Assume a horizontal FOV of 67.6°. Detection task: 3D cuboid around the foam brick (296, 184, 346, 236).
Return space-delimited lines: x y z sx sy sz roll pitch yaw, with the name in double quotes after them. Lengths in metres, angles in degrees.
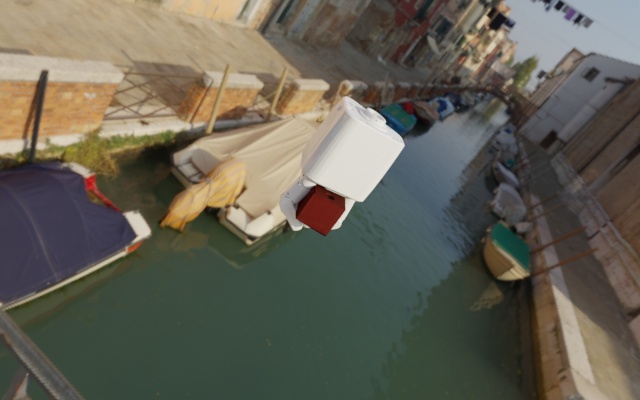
0.000 0.003 0.689 0.053 0.051 0.078 31 24 -15 "foam brick"
